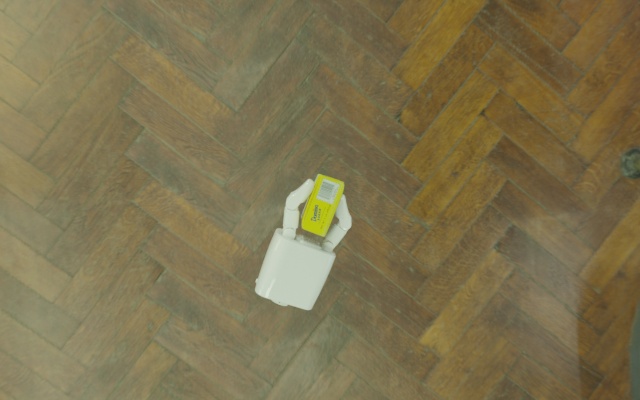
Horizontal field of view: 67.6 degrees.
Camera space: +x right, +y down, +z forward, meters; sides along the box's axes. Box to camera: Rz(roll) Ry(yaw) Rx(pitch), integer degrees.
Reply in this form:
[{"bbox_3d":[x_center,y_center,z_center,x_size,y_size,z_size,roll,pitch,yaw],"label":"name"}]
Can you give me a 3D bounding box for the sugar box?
[{"bbox_3d":[0.000,0.003,0.833,0.048,0.093,0.176,22,2,-6],"label":"sugar box"}]
